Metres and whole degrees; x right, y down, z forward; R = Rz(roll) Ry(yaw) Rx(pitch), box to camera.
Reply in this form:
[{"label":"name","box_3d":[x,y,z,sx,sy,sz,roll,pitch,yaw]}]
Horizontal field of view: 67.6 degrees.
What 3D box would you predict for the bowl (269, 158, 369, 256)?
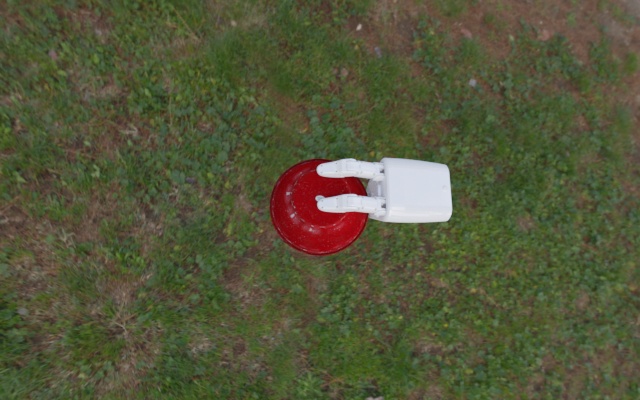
[{"label":"bowl","box_3d":[-0.001,0.003,0.744,0.162,0.162,0.055,0,-15,-3]}]
